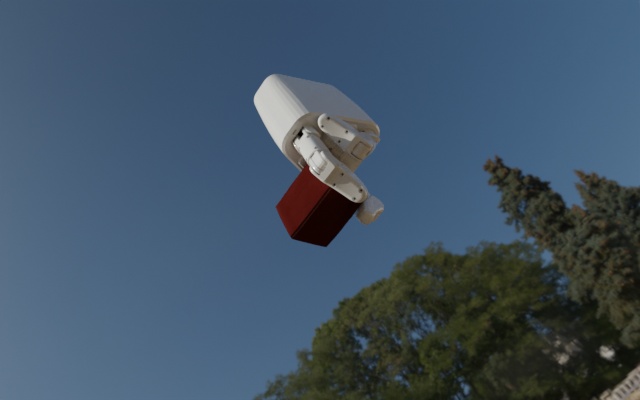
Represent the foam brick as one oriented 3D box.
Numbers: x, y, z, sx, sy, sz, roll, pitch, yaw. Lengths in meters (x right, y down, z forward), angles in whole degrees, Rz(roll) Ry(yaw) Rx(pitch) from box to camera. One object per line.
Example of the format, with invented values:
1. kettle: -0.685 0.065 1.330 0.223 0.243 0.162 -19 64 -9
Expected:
1. foam brick: 0.000 0.002 0.505 0.053 0.078 0.051 21 24 -42
